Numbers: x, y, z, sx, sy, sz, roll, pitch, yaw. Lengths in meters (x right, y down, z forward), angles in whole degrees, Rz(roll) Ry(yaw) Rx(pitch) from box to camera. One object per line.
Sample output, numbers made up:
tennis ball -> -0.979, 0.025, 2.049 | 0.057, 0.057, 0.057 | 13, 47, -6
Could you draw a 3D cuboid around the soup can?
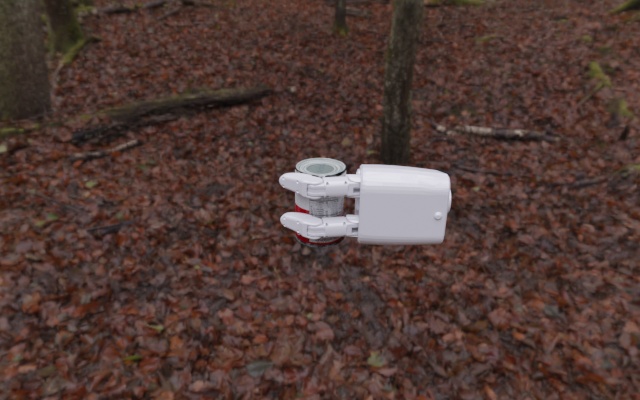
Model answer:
soup can -> 0.000, 0.002, 0.634 | 0.068, 0.102, 0.068 | 1, 24, 0
